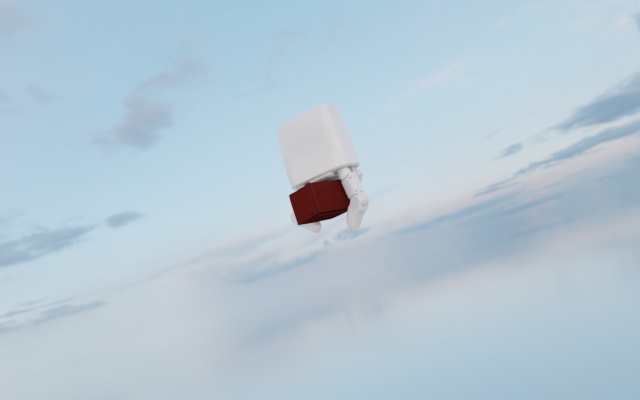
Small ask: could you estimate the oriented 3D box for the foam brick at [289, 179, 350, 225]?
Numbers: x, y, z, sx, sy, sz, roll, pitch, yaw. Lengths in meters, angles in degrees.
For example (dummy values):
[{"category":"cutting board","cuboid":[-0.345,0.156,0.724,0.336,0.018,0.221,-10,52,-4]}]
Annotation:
[{"category":"foam brick","cuboid":[0.000,0.002,0.736,0.078,0.051,0.053,-9,-14,-46]}]
